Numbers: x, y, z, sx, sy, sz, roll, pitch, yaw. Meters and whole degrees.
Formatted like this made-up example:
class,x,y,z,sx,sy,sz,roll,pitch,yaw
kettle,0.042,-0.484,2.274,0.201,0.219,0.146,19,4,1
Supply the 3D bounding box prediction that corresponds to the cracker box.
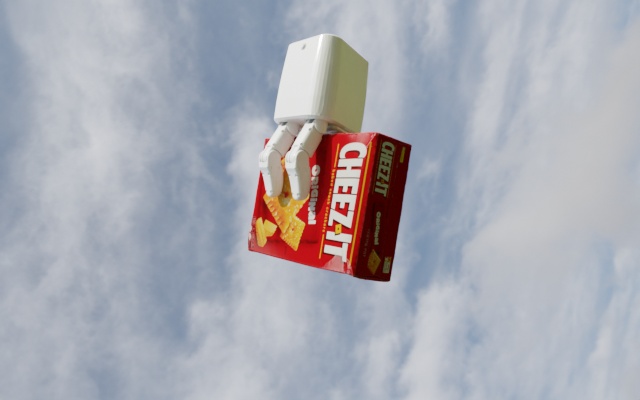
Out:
class,x,y,z,sx,sy,sz,roll,pitch,yaw
cracker box,0.000,0.002,0.610,0.072,0.164,0.213,12,-5,-41
